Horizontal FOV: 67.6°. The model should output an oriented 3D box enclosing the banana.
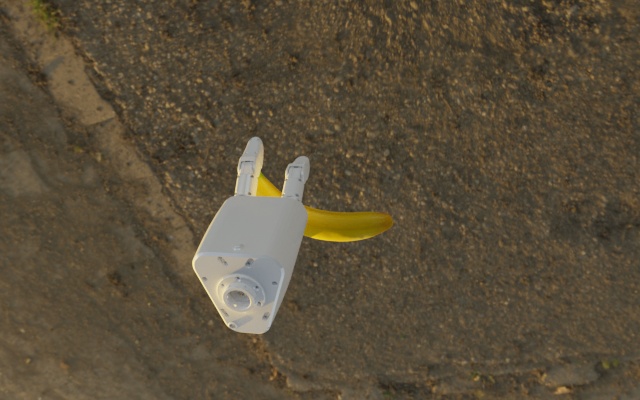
[{"bbox_3d":[-0.009,0.016,0.607,0.198,0.070,0.037,22,29,-1],"label":"banana"}]
